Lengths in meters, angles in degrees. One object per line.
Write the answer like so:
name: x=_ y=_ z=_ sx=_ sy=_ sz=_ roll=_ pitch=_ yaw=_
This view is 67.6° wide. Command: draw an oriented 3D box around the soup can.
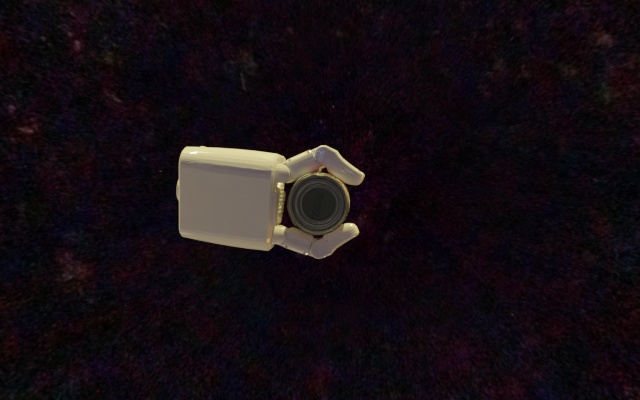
soup can: x=0.001 y=0.002 z=0.551 sx=0.068 sy=0.068 sz=0.102 roll=0 pitch=2 yaw=3
